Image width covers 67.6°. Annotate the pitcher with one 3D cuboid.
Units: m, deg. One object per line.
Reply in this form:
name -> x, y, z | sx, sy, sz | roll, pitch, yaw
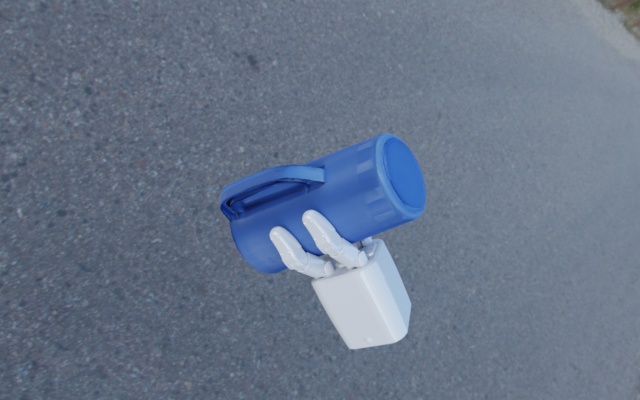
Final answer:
pitcher -> 0.000, 0.002, 0.614 | 0.243, 0.145, 0.149 | -22, 8, 35
